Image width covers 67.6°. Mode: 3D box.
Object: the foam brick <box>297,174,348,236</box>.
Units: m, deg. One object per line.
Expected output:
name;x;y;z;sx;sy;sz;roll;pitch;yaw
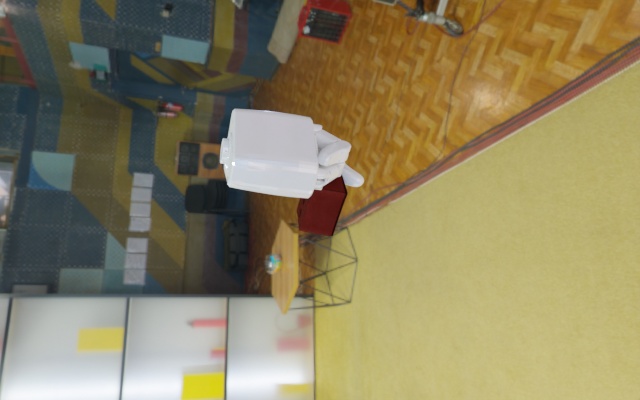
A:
foam brick;0.000;0.003;0.675;0.051;0.078;0.053;8;33;-14
